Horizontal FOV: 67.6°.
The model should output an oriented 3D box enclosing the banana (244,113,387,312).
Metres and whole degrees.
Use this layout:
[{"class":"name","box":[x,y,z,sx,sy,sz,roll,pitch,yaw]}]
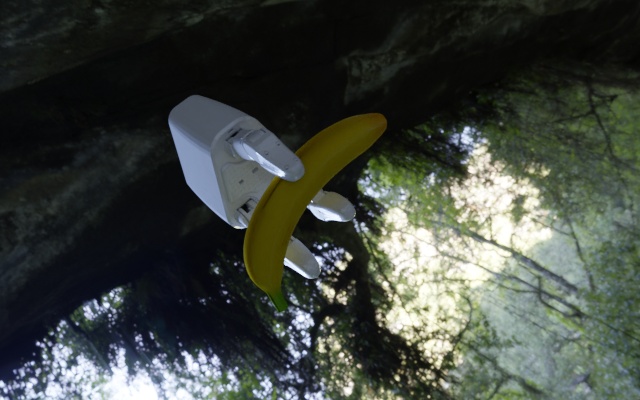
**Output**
[{"class":"banana","box":[-0.014,-0.003,0.414,0.070,0.198,0.037,30,0,-39]}]
